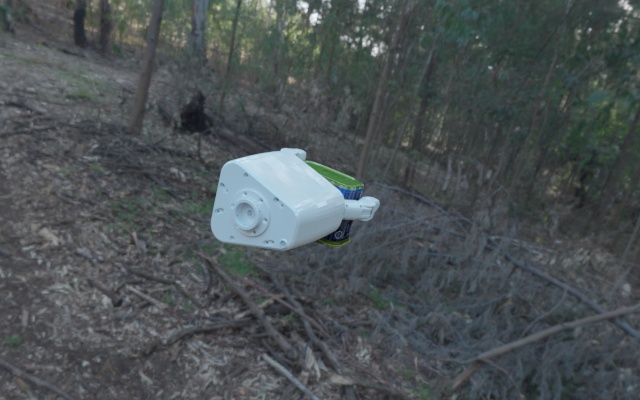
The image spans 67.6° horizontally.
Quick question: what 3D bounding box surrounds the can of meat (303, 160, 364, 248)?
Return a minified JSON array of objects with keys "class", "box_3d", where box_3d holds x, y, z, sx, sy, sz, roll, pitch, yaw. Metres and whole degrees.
[{"class":"can of meat","box_3d":[0.000,0.002,0.633,0.102,0.084,0.057,24,19,26]}]
